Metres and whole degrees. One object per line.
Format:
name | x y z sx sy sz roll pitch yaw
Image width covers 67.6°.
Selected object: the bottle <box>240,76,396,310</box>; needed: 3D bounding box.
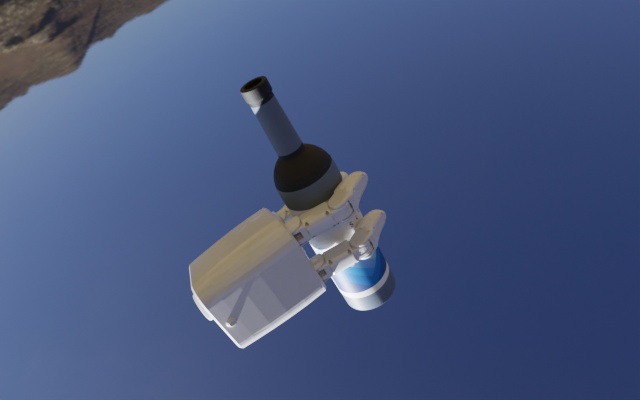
bottle | 0.000 0.002 0.513 0.069 0.296 0.069 -20 34 14
